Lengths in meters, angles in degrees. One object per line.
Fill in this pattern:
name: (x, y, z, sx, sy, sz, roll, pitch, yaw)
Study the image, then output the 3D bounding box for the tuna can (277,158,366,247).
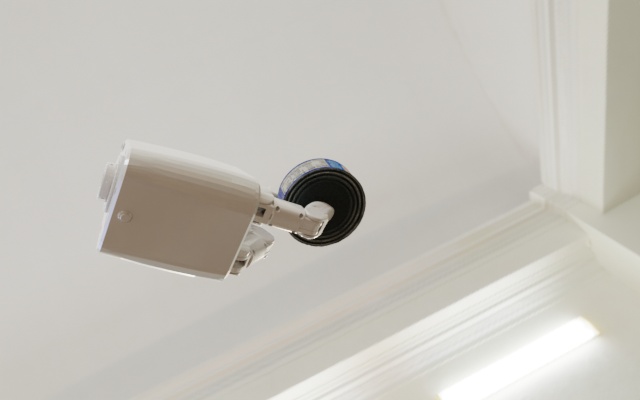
tuna can: (0.000, 0.001, 0.483, 0.086, 0.086, 0.033, 0, 24, -17)
